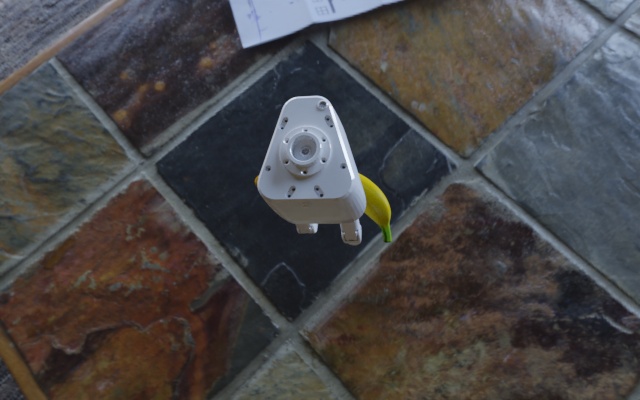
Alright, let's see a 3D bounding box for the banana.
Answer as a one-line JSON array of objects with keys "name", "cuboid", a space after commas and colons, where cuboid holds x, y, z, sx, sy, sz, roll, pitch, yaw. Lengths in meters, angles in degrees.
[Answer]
[{"name": "banana", "cuboid": [0.010, -0.014, 0.616, 0.198, 0.069, 0.037, 23, 2, 12]}]
